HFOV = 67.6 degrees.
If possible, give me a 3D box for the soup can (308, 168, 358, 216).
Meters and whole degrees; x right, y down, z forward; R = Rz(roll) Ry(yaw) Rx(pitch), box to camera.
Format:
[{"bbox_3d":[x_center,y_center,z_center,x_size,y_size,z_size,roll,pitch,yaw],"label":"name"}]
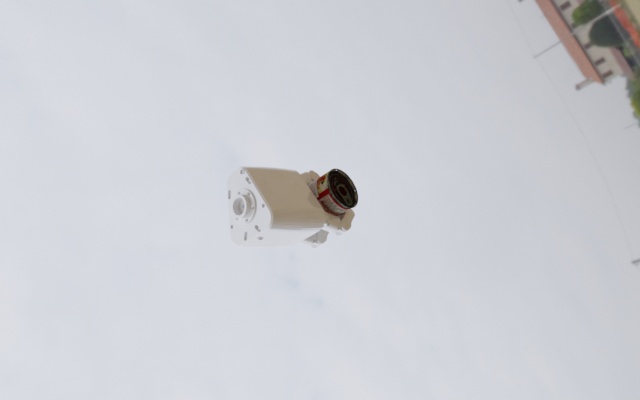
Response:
[{"bbox_3d":[0.000,0.003,0.758,0.102,0.068,0.068,-32,-20,35],"label":"soup can"}]
